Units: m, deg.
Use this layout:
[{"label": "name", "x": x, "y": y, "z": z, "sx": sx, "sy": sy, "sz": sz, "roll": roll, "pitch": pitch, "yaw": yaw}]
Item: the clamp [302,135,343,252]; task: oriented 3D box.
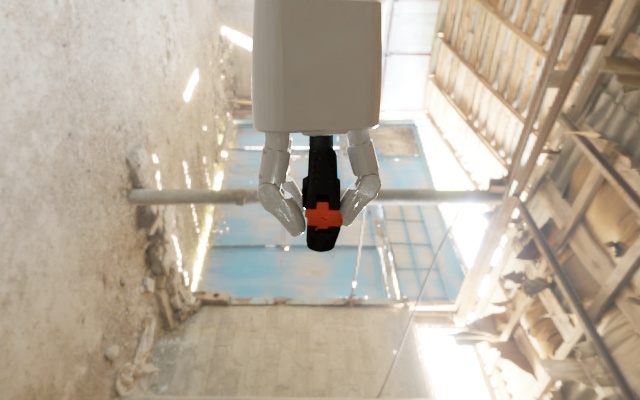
[{"label": "clamp", "x": 0.001, "y": 0.001, "z": 0.462, "sx": 0.036, "sy": 0.165, "sz": 0.210, "roll": 1, "pitch": 19, "yaw": -2}]
